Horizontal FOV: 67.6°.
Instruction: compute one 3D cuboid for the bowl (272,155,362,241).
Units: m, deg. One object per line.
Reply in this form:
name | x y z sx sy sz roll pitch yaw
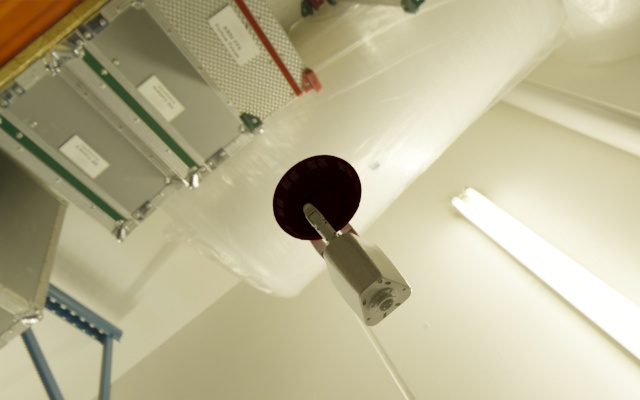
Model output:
bowl | 0.000 0.002 0.834 0.162 0.162 0.055 0 -24 21
